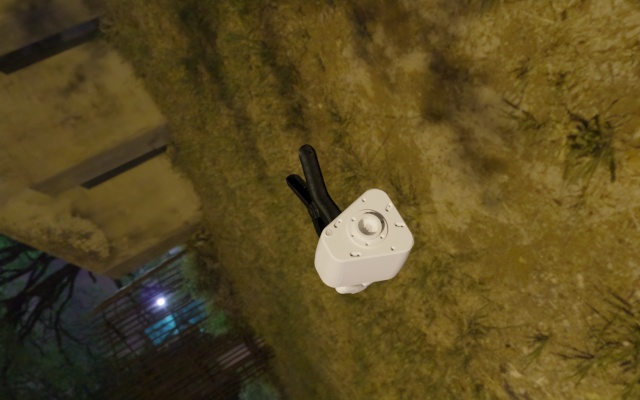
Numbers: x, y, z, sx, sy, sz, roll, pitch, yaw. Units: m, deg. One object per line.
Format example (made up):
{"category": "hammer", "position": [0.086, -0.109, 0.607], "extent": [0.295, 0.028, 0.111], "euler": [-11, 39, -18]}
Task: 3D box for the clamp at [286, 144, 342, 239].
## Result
{"category": "clamp", "position": [0.000, 0.003, 0.708], "extent": [0.039, 0.171, 0.120], "euler": [-27, -21, -17]}
